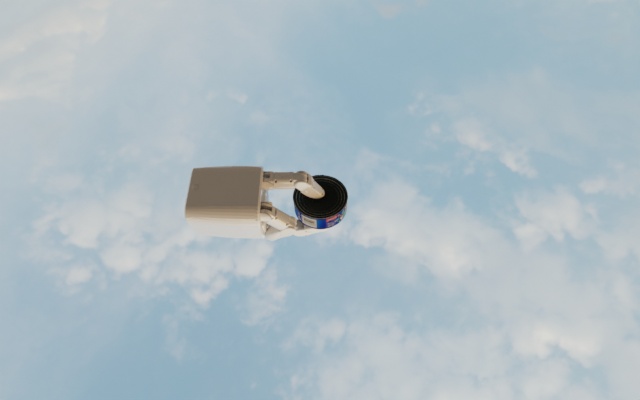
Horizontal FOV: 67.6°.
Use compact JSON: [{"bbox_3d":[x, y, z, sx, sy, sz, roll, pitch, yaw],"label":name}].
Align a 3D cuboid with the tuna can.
[{"bbox_3d":[0.000,0.003,0.752,0.086,0.086,0.034,0,-37,2],"label":"tuna can"}]
